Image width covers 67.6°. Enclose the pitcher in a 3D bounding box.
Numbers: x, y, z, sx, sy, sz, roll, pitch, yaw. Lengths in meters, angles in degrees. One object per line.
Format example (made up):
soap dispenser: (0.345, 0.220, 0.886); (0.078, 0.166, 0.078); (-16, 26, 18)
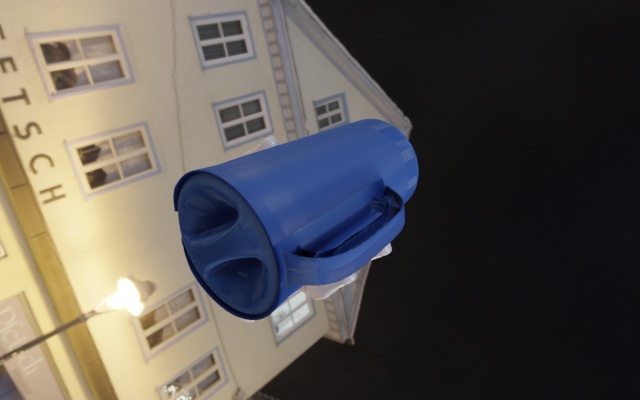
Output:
pitcher: (0.000, 0.002, 0.459); (0.242, 0.149, 0.145); (-29, -14, -43)
